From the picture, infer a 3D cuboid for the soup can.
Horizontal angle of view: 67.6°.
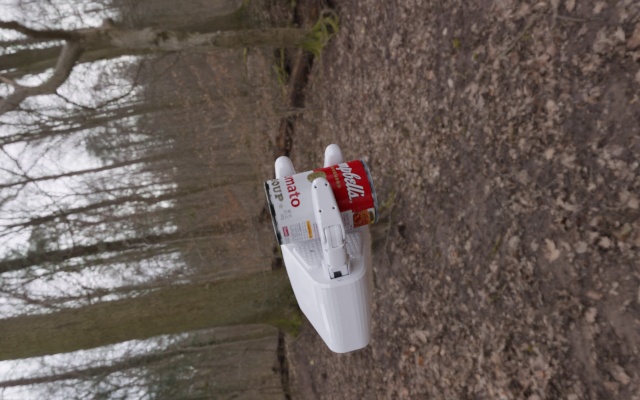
[{"bbox_3d":[0.000,0.001,0.483,0.102,0.068,0.068,-13,1,-5],"label":"soup can"}]
